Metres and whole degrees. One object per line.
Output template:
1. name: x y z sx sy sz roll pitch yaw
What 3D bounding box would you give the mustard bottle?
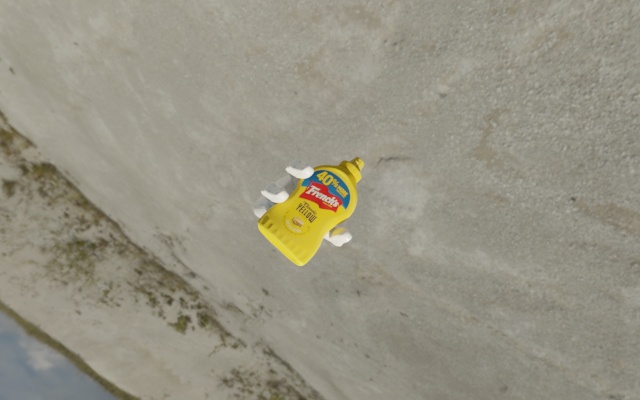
1. mustard bottle: 0.000 0.003 0.742 0.096 0.191 0.058 41 -16 10
